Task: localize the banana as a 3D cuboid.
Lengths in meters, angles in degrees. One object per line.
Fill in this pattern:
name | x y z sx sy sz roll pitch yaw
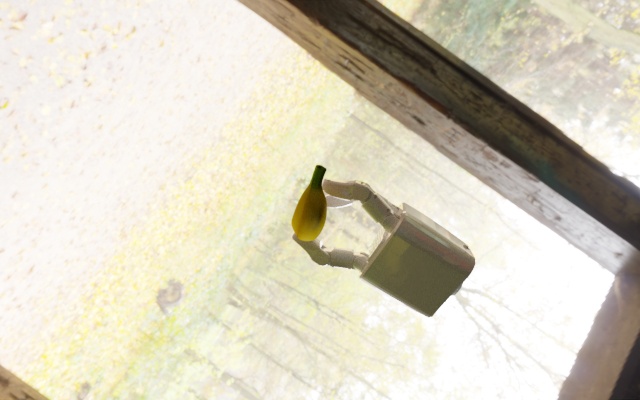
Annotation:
banana | -0.009 0.017 0.571 0.037 0.069 0.198 29 -11 3
